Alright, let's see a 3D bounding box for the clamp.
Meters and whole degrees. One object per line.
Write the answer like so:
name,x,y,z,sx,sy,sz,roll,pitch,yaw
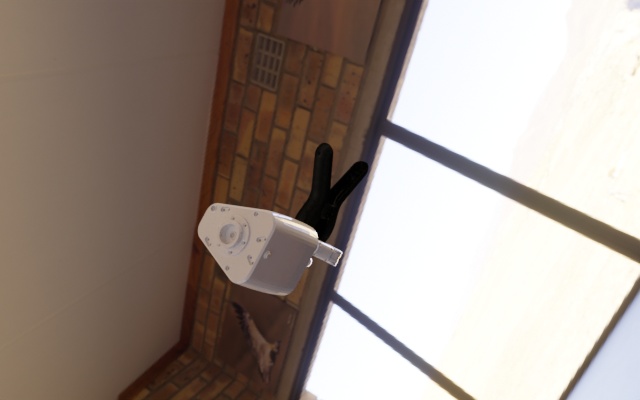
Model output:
clamp,0.000,0.002,0.665,0.039,0.171,0.120,25,-4,39
